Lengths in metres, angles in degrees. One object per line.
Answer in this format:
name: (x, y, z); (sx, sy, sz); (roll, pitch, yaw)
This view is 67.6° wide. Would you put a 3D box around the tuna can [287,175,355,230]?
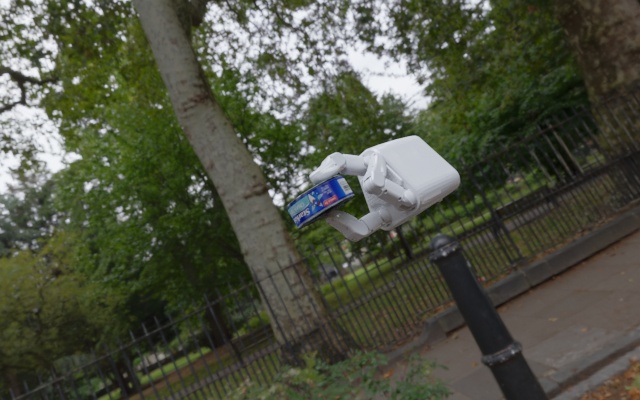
tuna can: (0.000, 0.002, 0.620); (0.086, 0.034, 0.086); (-30, -6, -3)
